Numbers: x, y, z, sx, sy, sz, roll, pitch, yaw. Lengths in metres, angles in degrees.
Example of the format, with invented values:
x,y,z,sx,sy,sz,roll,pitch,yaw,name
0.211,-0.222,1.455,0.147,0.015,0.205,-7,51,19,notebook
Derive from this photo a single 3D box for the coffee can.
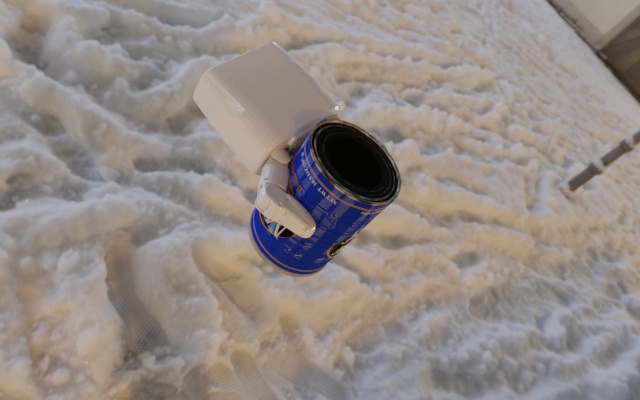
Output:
x,y,z,sx,sy,sz,roll,pitch,yaw,name
0.000,0.002,0.493,0.103,0.102,0.140,0,-35,-38,coffee can
